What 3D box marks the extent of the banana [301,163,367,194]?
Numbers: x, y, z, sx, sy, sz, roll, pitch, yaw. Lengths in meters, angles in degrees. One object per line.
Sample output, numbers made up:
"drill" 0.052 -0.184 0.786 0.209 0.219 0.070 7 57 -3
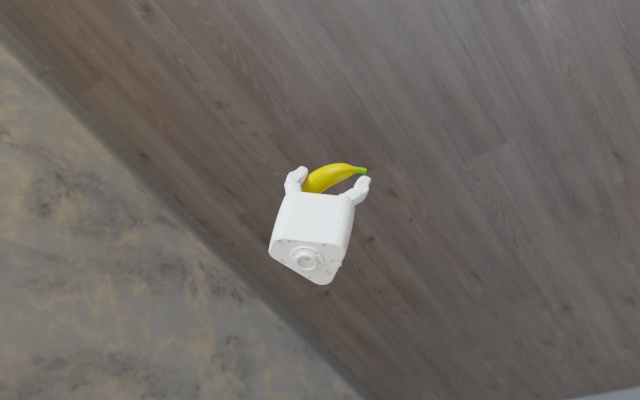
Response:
"banana" -0.011 -0.010 0.844 0.070 0.037 0.198 39 -57 -20
